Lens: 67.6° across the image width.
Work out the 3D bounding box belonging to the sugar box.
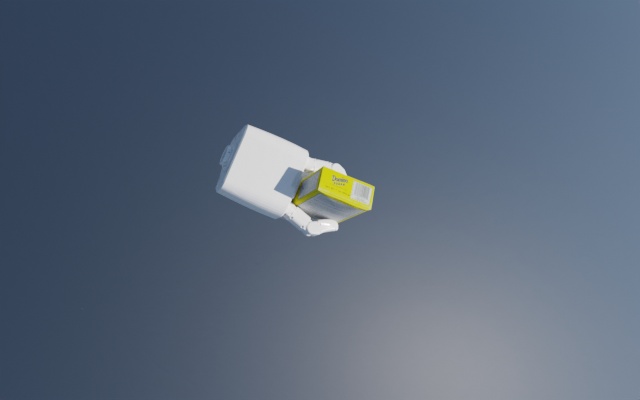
[{"bbox_3d":[0.000,0.002,0.769,0.093,0.048,0.176,22,-20,-22],"label":"sugar box"}]
